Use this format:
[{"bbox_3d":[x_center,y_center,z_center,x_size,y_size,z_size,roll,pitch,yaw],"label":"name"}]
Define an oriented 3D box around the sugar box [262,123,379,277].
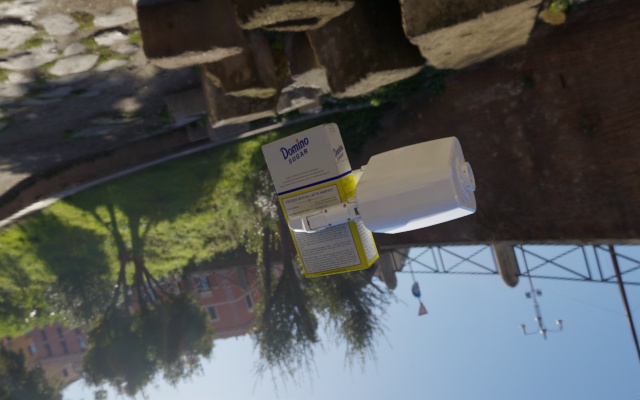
[{"bbox_3d":[0.000,0.002,0.587,0.093,0.176,0.048,-14,5,28],"label":"sugar box"}]
